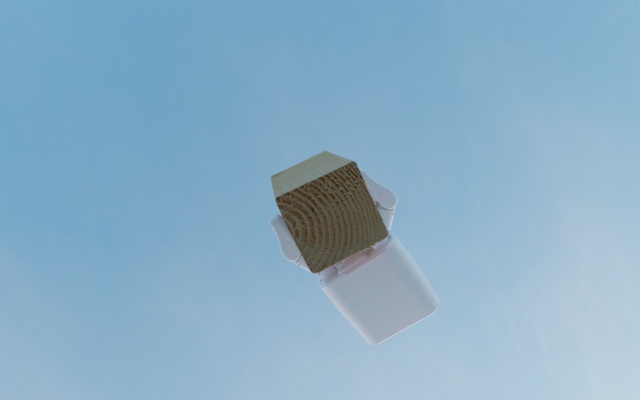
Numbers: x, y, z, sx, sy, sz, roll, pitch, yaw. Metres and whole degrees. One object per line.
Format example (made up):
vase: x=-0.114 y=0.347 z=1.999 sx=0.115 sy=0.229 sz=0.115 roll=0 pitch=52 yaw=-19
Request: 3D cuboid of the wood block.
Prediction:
wood block: x=0.000 y=0.002 z=0.575 sx=0.091 sy=0.090 sz=0.206 roll=-26 pitch=11 yaw=-3
